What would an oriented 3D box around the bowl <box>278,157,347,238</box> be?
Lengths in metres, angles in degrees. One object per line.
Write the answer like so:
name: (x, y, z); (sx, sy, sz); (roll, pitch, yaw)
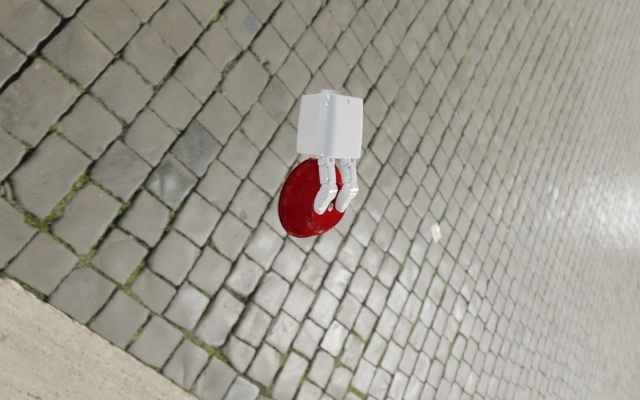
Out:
bowl: (0.000, 0.004, 0.884); (0.162, 0.162, 0.055); (0, 18, -45)
